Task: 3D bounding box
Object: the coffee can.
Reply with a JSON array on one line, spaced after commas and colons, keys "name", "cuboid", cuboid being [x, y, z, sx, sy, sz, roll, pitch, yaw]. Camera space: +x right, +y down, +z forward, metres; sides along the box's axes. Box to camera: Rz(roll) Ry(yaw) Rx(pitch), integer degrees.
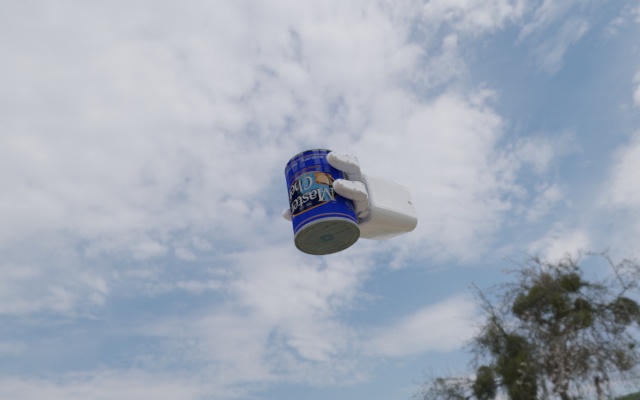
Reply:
[{"name": "coffee can", "cuboid": [0.000, 0.003, 0.769, 0.103, 0.140, 0.103, -7, -34, -5]}]
